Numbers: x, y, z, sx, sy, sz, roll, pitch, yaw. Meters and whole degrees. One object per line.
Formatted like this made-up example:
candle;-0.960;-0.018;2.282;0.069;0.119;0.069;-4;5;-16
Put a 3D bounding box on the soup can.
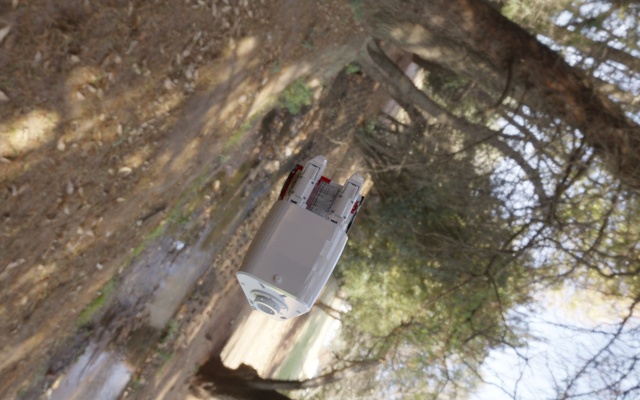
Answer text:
soup can;0.001;0.002;0.644;0.102;0.068;0.068;26;2;4
